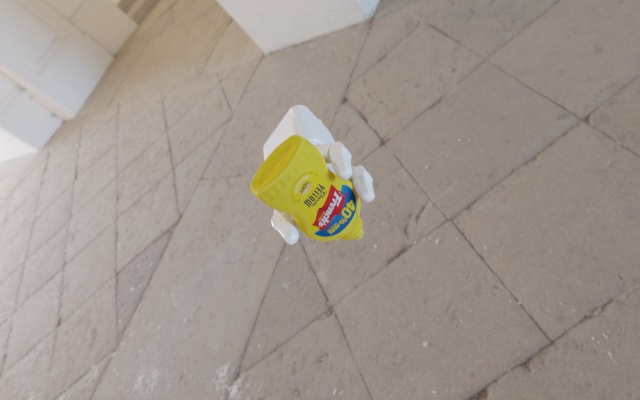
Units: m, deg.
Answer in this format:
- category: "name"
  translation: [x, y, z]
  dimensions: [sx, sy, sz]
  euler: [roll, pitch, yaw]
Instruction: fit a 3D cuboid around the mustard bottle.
- category: "mustard bottle"
  translation: [0.000, 0.002, 0.653]
  dimensions: [0.192, 0.096, 0.058]
  euler: [41, -3, -39]
